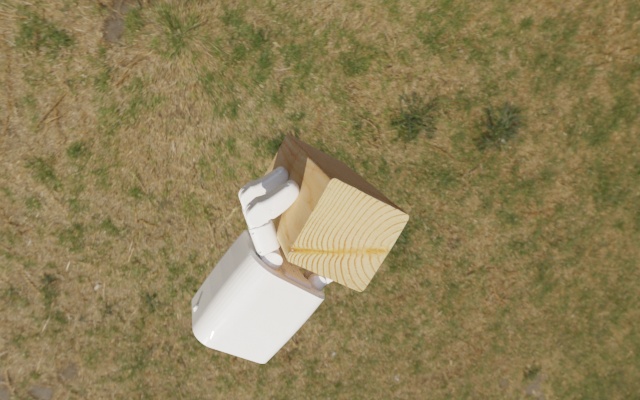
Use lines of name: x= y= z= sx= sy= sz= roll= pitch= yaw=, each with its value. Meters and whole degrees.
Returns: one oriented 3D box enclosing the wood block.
wood block: x=0.000 y=0.002 z=0.531 sx=0.091 sy=0.090 sz=0.206 roll=26 pitch=10 yaw=-22
